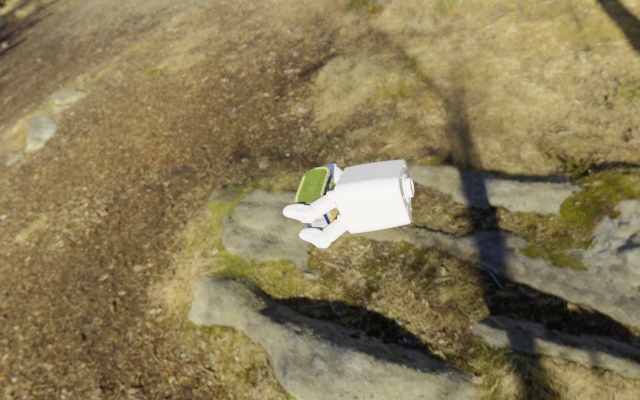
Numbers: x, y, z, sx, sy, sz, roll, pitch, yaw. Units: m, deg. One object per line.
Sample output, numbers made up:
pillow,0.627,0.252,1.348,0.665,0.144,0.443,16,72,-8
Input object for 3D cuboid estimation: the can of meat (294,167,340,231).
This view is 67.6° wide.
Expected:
can of meat,0.000,0.002,0.843,0.057,0.084,0.102,-7,41,22
